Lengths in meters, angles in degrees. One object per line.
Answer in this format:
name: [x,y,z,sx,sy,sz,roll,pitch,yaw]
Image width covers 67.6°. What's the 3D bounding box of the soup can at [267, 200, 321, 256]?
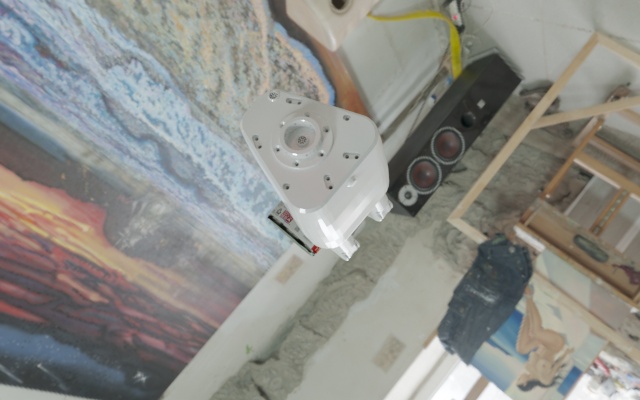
soup can: [0.000,0.002,0.519,0.068,0.102,0.068,40,-8,6]
